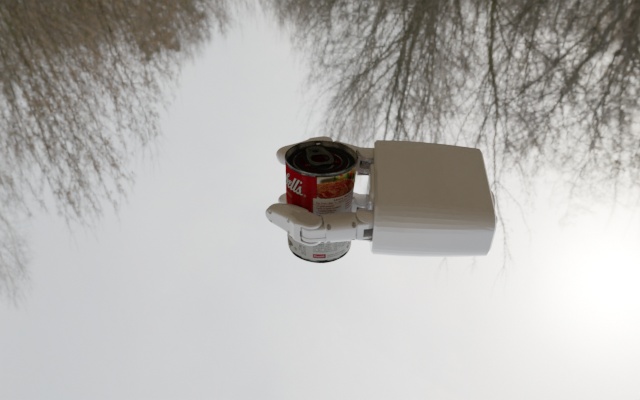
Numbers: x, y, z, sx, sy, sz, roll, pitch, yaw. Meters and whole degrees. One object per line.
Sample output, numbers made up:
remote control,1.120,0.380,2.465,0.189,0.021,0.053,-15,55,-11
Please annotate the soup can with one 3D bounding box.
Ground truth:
soup can,0.000,0.002,0.467,0.068,0.102,0.068,1,33,-1
